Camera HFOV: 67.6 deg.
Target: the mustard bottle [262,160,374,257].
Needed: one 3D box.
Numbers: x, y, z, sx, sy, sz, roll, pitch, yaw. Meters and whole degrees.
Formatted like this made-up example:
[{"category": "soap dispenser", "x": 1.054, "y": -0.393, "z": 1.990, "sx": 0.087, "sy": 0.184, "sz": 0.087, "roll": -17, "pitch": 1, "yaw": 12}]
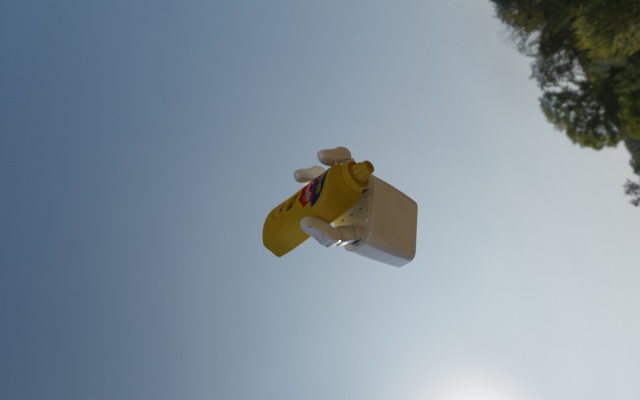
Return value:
[{"category": "mustard bottle", "x": 0.000, "y": 0.002, "z": 0.663, "sx": 0.192, "sy": 0.058, "sz": 0.096, "roll": -35, "pitch": 21, "yaw": 35}]
